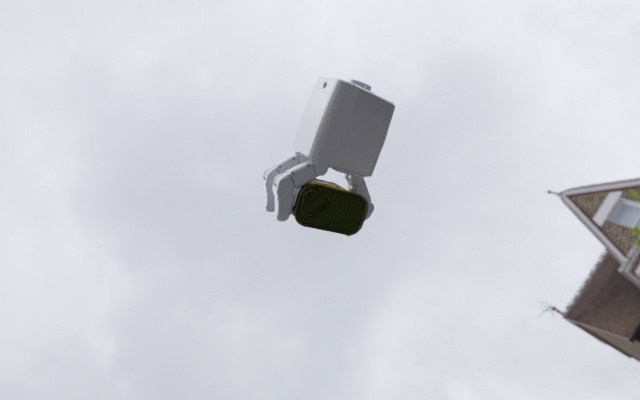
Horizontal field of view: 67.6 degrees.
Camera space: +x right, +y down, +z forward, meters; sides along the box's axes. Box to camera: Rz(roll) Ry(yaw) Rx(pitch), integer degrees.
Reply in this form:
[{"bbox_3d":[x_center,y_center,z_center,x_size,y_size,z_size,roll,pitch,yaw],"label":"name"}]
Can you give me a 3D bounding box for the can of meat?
[{"bbox_3d":[0.000,0.002,0.653,0.102,0.057,0.084,13,10,-26],"label":"can of meat"}]
